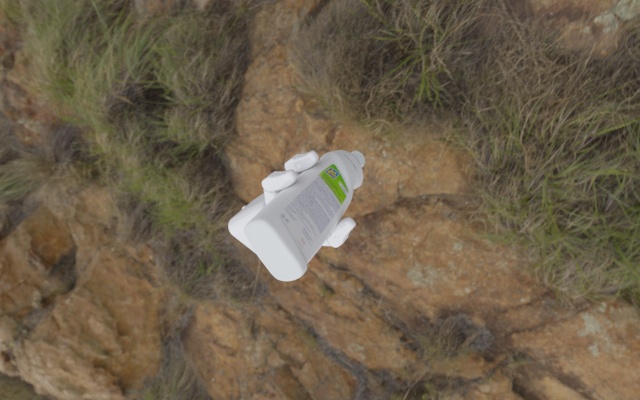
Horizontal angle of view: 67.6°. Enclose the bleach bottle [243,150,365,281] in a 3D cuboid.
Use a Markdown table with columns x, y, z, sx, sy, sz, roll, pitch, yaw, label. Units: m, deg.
| x | y | z | sx | sy | sz | roll | pitch | yaw | label |
| --- | --- | --- | --- | --- | --- | --- | --- | --- | --- |
| 0.000 | 0.002 | 0.711 | 0.068 | 0.102 | 0.250 | -22 | 16 | 46 | bleach bottle |
